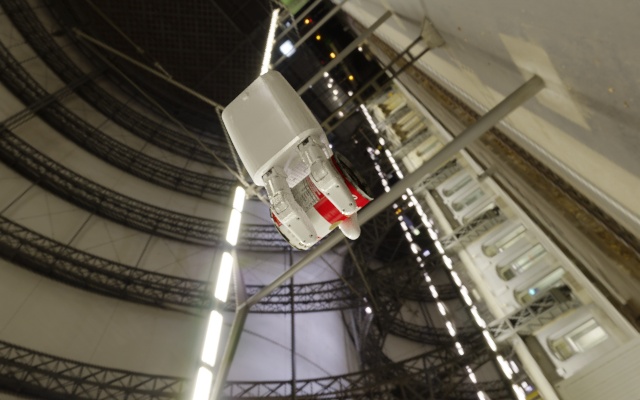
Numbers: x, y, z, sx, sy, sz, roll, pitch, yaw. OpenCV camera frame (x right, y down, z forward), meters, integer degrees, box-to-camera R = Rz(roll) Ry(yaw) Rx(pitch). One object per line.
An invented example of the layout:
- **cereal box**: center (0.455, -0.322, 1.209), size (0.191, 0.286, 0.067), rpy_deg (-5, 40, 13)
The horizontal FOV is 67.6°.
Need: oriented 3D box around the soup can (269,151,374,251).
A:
- **soup can**: center (0.000, 0.002, 0.545), size (0.102, 0.068, 0.068), rpy_deg (-39, -11, 14)
